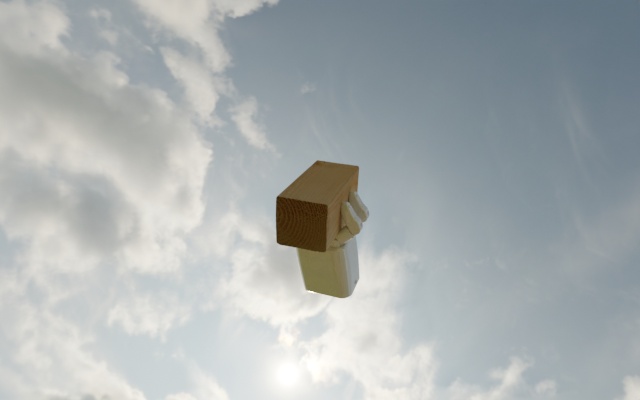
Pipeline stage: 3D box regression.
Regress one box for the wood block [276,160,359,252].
[{"bbox_3d":[0.000,0.003,0.867,0.091,0.090,0.206,9,24,16],"label":"wood block"}]
